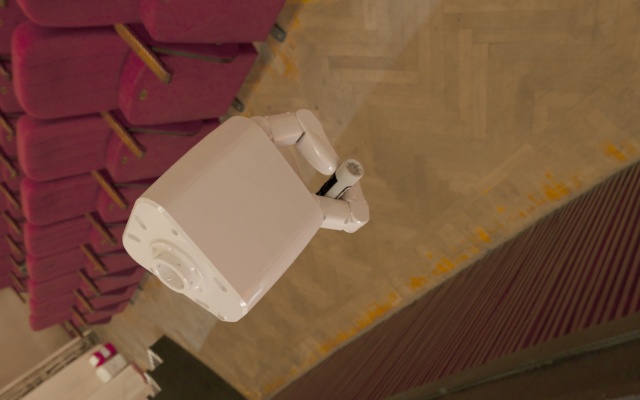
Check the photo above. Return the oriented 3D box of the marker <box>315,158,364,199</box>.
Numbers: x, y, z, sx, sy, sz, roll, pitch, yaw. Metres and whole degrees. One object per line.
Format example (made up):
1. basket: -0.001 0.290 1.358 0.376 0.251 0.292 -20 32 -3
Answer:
1. marker: 0.000 0.001 0.433 0.020 0.020 0.121 0 -28 -31
